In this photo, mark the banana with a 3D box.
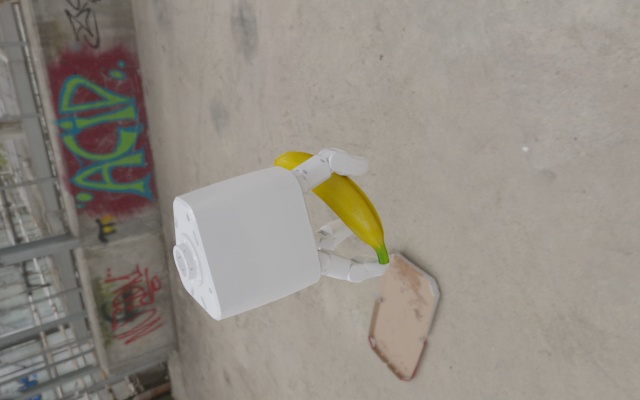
[{"bbox_3d":[0.005,-0.010,0.526,0.037,0.070,0.197,-22,50,-32],"label":"banana"}]
